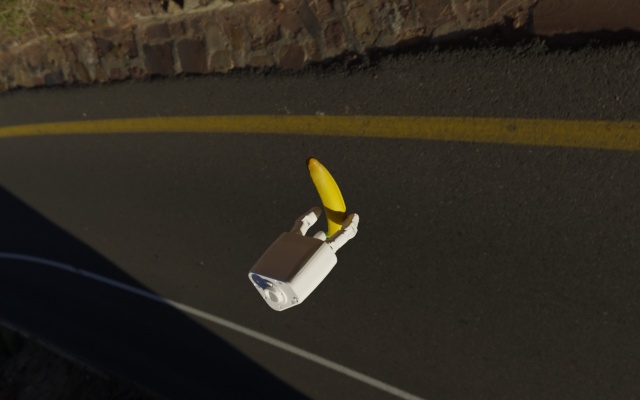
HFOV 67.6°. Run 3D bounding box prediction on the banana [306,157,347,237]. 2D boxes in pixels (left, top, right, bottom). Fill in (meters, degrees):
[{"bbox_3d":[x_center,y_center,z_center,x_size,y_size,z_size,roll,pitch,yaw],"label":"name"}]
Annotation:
[{"bbox_3d":[0.016,0.010,0.878,0.069,0.198,0.037,18,47,33],"label":"banana"}]
